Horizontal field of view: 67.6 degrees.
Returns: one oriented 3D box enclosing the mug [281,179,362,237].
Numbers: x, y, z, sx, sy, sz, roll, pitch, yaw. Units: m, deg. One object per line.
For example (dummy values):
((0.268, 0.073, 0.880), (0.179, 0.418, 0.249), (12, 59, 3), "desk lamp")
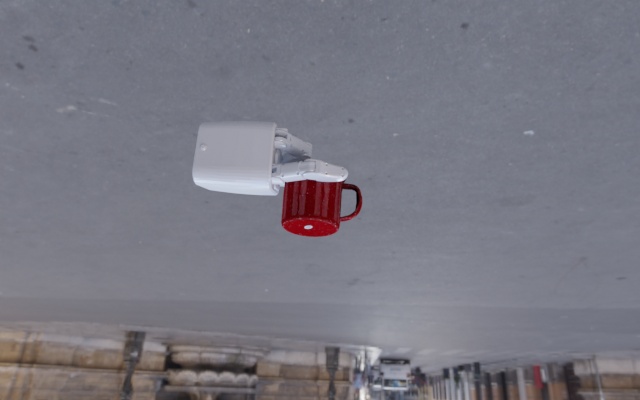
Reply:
((0.002, 0.002, 0.670), (0.117, 0.081, 0.093), (2, -22, 3), "mug")
